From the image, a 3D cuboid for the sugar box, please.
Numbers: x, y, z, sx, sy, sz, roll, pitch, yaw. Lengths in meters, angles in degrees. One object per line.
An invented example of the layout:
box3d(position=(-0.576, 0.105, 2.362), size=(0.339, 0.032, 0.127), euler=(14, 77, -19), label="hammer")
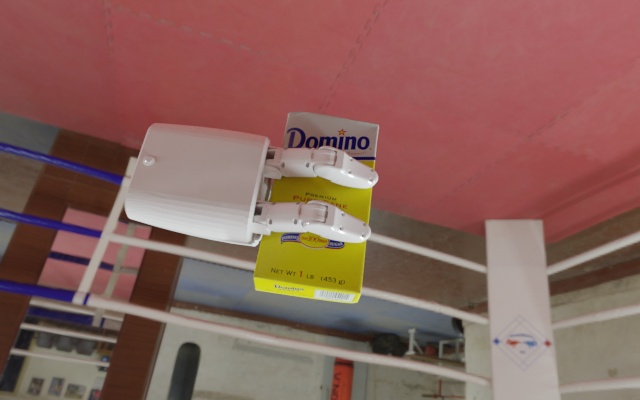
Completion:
box3d(position=(0.000, 0.001, 0.446), size=(0.093, 0.176, 0.048), euler=(9, -25, -1), label="sugar box")
